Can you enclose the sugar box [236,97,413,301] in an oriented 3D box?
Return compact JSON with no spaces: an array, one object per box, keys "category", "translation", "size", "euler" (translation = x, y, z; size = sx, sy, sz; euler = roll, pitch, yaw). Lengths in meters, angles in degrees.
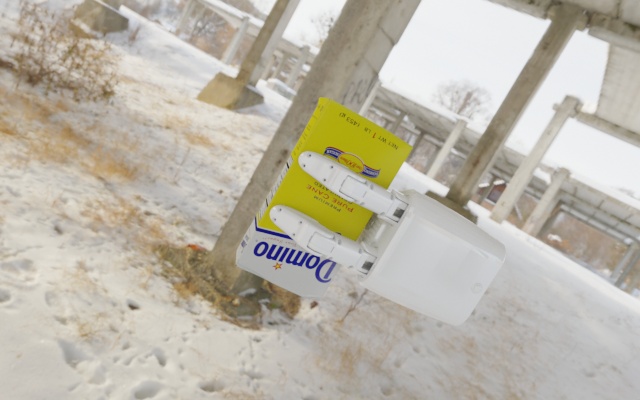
[{"category":"sugar box","translation":[0.000,0.002,0.452],"size":[0.093,0.176,0.048],"euler":[27,8,-15]}]
